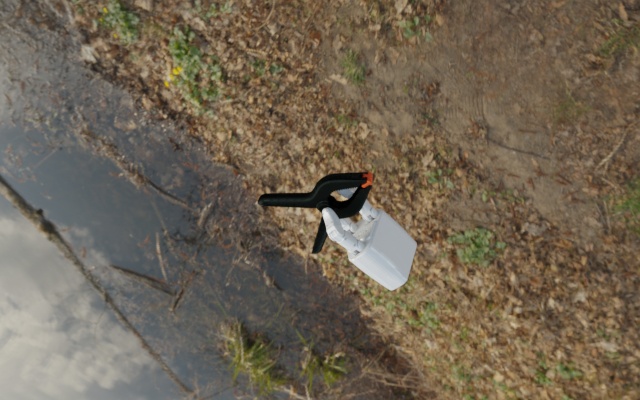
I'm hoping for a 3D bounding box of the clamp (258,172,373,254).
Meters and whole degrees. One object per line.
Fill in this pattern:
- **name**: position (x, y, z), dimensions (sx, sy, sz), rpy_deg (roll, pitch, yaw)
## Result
- **clamp**: position (0.001, 0.003, 0.858), dimensions (0.164, 0.036, 0.210), rpy_deg (38, -55, -21)
